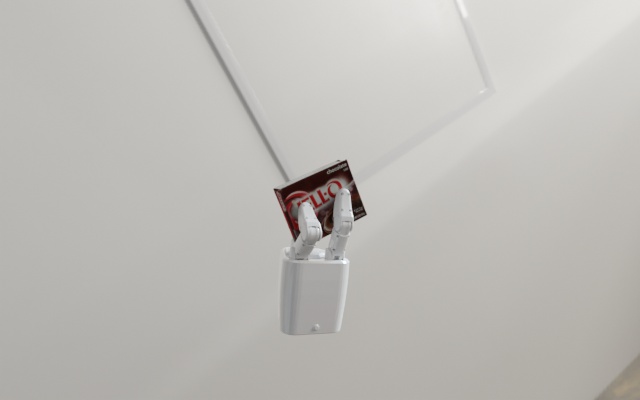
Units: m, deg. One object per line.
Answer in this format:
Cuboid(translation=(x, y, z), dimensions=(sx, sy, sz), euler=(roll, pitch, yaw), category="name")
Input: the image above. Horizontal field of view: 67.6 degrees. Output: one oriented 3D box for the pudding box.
Cuboid(translation=(0.000, 0.002, 0.688), dimensions=(0.113, 0.090, 0.039), euler=(-26, 15, -20), category="pudding box")
